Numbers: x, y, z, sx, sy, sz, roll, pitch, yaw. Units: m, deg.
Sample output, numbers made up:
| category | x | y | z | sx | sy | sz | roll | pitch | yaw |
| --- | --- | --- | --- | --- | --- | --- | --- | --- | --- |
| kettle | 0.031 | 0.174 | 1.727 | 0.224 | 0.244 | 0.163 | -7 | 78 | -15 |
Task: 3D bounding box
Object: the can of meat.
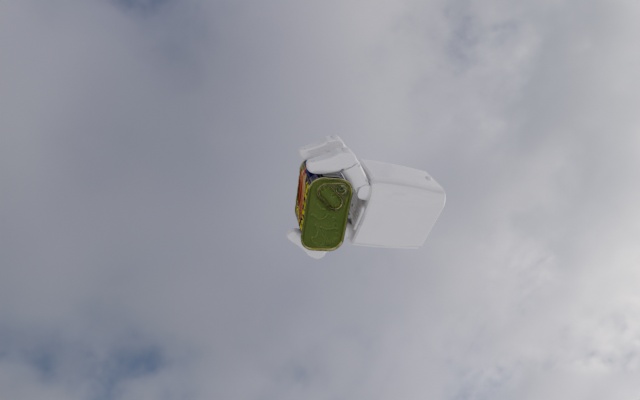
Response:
| category | x | y | z | sx | sy | sz | roll | pitch | yaw |
| --- | --- | --- | --- | --- | --- | --- | --- | --- | --- |
| can of meat | 0.000 | 0.002 | 0.632 | 0.057 | 0.102 | 0.084 | 3 | 24 | -13 |
